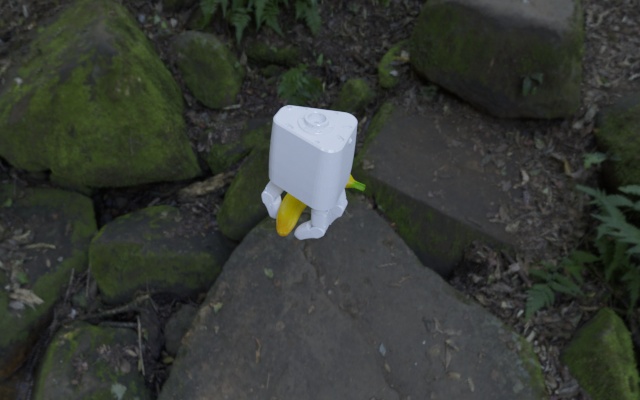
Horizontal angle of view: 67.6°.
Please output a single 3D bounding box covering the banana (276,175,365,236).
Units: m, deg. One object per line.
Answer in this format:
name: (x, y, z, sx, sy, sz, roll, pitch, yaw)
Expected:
banana: (-0.010, -0.010, 0.781, 0.197, 0.037, 0.069, -30, 60, -35)
